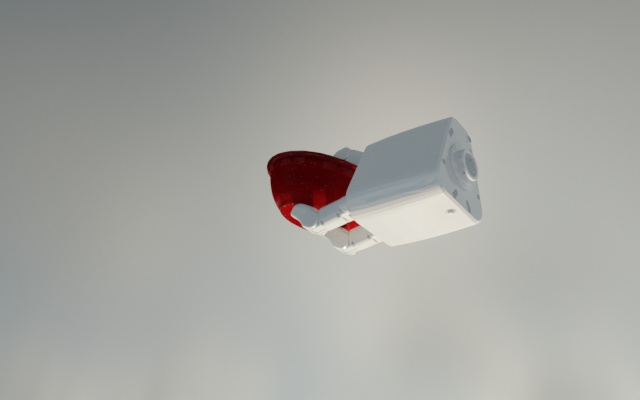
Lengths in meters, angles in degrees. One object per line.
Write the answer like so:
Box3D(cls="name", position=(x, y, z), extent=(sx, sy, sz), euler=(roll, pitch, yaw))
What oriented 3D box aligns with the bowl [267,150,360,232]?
Box3D(cls="bowl", position=(-0.001, 0.003, 0.611), extent=(0.162, 0.055, 0.162), euler=(15, -22, 6))
